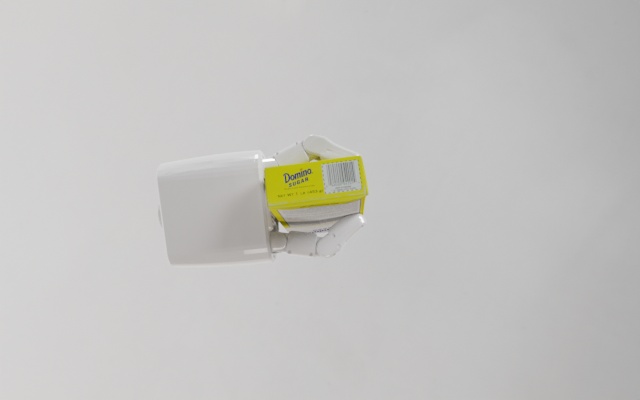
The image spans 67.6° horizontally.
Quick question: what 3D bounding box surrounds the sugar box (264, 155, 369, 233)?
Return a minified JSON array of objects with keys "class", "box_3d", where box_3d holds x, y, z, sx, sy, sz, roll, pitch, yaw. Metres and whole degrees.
[{"class":"sugar box","box_3d":[0.000,0.001,0.514,0.093,0.048,0.176,-6,-10,1]}]
